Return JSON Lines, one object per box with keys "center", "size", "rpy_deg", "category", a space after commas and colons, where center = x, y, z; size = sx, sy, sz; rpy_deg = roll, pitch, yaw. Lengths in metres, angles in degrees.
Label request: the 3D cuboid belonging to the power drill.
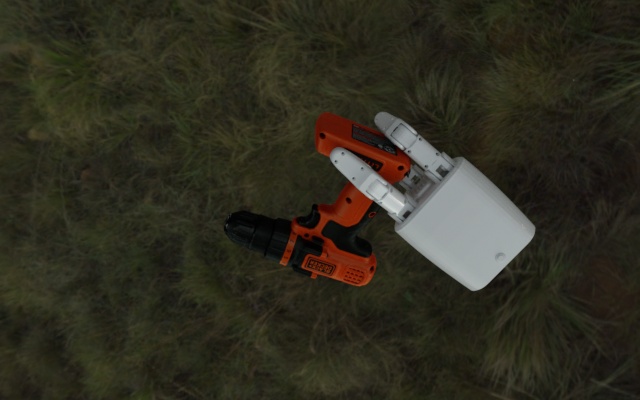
{"center": [0.000, 0.001, 0.526], "size": [0.184, 0.188, 0.057], "rpy_deg": [19, 33, -9], "category": "power drill"}
